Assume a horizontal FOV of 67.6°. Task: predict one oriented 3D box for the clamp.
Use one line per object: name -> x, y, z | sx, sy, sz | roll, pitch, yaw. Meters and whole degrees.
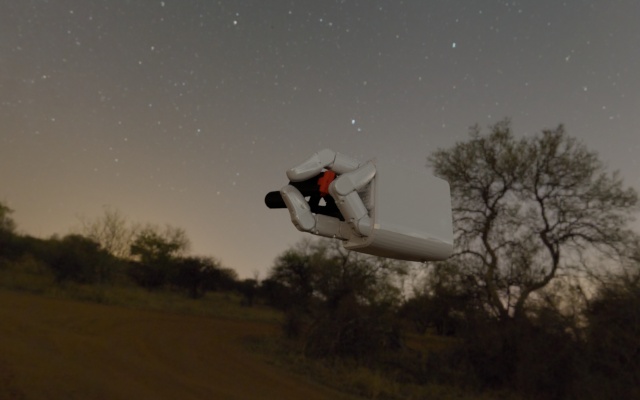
clamp -> 0.000, 0.001, 0.630 | 0.120, 0.039, 0.171 | 14, -13, -17
